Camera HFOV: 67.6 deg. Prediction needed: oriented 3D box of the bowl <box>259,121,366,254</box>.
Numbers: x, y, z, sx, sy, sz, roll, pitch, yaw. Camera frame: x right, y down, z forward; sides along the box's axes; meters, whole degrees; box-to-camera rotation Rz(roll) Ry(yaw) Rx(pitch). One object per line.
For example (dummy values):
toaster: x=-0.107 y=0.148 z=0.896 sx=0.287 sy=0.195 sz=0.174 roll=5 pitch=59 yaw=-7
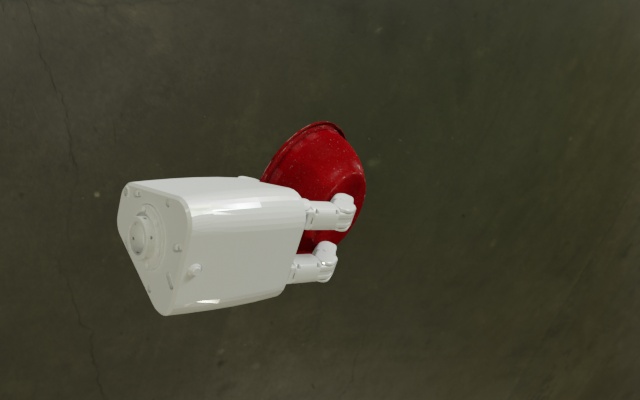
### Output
bowl: x=0.001 y=0.001 z=0.507 sx=0.055 sy=0.162 sz=0.162 roll=29 pitch=14 yaw=27
